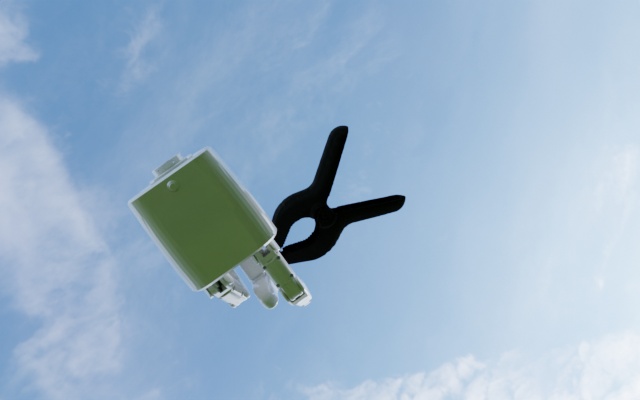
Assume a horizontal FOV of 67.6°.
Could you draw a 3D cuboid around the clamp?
[{"bbox_3d":[0.000,0.002,0.533,0.171,0.120,0.039,-35,10,-6],"label":"clamp"}]
